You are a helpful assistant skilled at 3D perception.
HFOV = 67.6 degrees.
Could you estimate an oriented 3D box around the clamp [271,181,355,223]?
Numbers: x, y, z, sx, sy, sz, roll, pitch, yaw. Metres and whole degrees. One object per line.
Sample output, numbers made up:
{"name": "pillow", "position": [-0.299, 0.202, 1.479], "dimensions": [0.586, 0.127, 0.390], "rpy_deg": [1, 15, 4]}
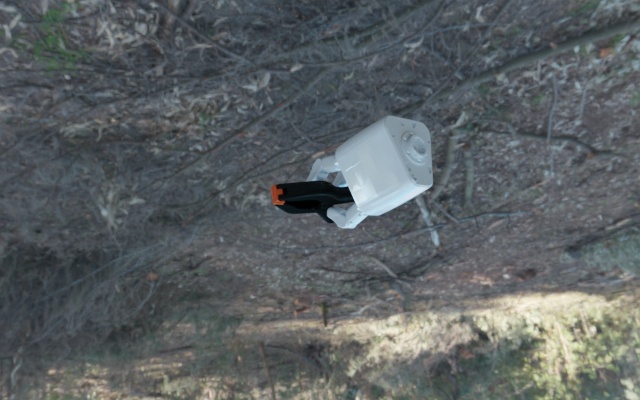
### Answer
{"name": "clamp", "position": [0.000, 0.003, 0.789], "dimensions": [0.210, 0.036, 0.164], "rpy_deg": [2, -23, -37]}
